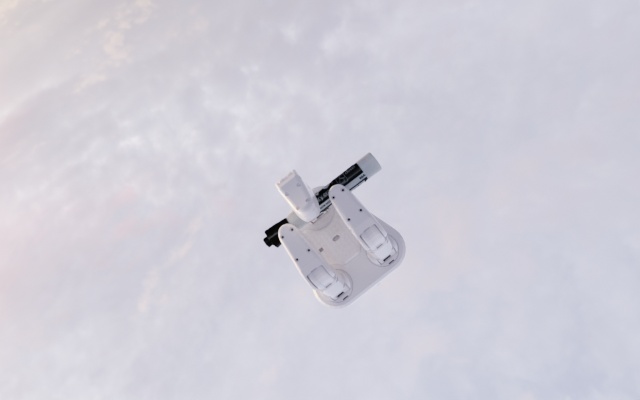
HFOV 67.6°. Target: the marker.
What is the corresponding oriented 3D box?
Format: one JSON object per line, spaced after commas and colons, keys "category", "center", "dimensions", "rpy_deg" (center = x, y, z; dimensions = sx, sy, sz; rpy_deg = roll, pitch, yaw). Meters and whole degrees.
{"category": "marker", "center": [0.000, 0.001, 0.418], "dimensions": [0.121, 0.020, 0.020], "rpy_deg": [-37, -2, 2]}
